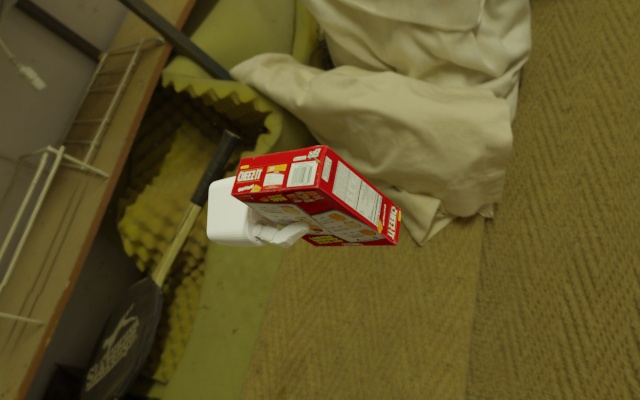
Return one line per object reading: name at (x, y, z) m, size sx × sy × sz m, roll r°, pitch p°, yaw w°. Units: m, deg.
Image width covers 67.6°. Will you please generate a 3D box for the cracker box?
cracker box at (0.000, 0.002, 0.721) m, size 0.164 × 0.072 × 0.214 m, roll -5°, pitch -27°, yaw 38°
